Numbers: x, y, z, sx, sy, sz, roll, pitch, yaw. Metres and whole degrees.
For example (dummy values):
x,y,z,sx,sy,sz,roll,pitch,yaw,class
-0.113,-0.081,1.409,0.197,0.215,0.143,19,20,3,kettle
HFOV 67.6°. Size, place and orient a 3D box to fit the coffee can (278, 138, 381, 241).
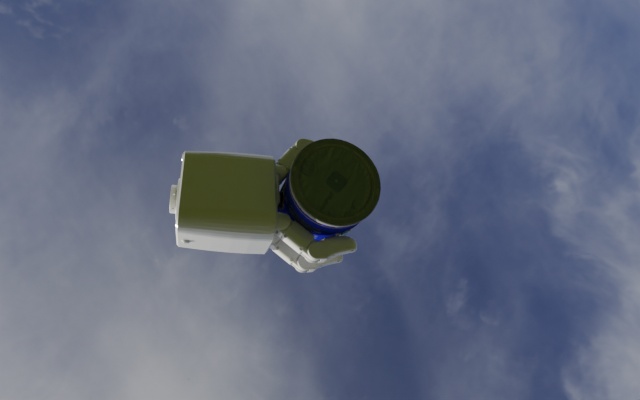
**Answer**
x,y,z,sx,sy,sz,roll,pitch,yaw,class
0.000,0.002,0.580,0.103,0.102,0.140,0,-20,-16,coffee can
